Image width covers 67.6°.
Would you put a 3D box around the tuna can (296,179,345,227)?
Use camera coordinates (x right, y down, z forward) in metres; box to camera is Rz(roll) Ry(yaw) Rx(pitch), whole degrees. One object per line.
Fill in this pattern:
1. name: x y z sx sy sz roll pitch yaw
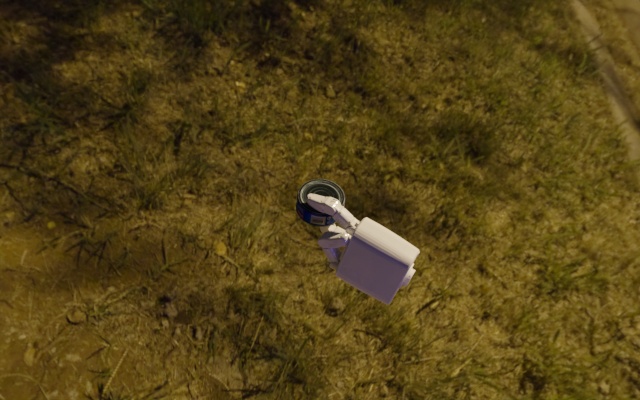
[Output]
1. tuna can: 0.000 0.002 0.839 0.086 0.086 0.034 0 -41 -8
